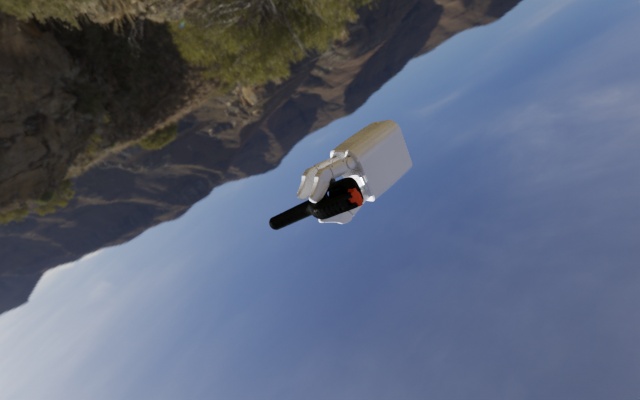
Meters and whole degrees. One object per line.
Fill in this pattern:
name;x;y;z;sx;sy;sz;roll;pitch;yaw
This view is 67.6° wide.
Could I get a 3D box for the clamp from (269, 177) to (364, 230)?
clamp;0.001;0.003;0.829;0.164;0.036;0.210;-41;18;-16
